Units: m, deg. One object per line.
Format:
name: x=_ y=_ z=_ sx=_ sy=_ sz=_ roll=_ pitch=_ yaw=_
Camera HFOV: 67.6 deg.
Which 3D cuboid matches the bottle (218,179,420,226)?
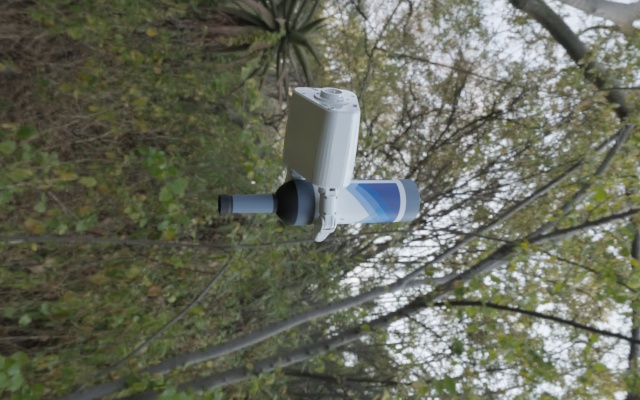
bottle: x=0.000 y=0.002 z=0.702 sx=0.296 sy=0.069 sz=0.069 roll=-1 pitch=0 yaw=-19
